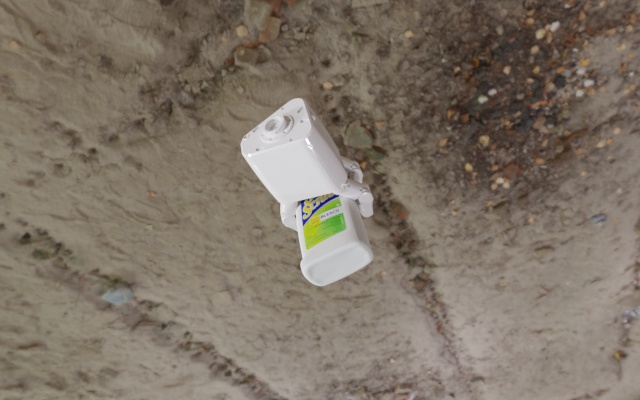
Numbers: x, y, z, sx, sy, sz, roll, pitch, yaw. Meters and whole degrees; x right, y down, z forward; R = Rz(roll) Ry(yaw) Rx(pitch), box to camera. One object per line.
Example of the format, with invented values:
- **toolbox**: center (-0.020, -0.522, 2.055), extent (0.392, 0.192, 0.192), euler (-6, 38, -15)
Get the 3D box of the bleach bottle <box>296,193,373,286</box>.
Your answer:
- **bleach bottle**: center (0.000, 0.002, 0.738), extent (0.102, 0.250, 0.068), euler (-27, -45, 10)
